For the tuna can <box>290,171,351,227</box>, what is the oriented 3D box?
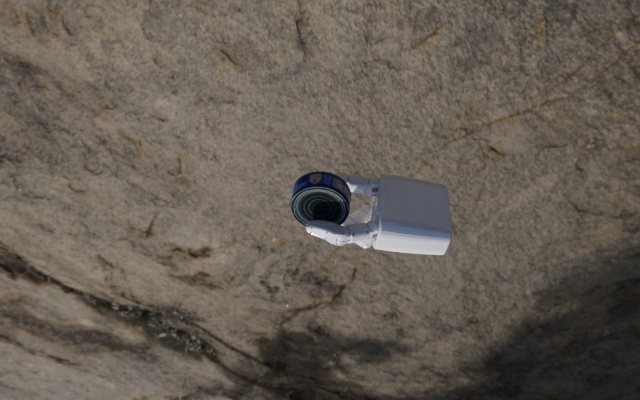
[{"bbox_3d":[0.000,0.003,0.677,0.086,0.086,0.033,0,41,7],"label":"tuna can"}]
